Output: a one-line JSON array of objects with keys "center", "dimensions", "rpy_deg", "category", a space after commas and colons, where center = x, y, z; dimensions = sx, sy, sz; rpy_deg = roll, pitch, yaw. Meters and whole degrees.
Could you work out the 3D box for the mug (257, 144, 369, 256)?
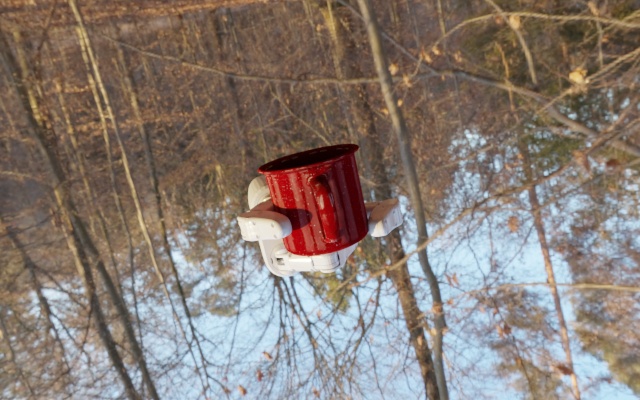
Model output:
[{"center": [0.000, 0.002, 0.424], "dimensions": [0.093, 0.081, 0.117], "rpy_deg": [-15, 14, -7], "category": "mug"}]
